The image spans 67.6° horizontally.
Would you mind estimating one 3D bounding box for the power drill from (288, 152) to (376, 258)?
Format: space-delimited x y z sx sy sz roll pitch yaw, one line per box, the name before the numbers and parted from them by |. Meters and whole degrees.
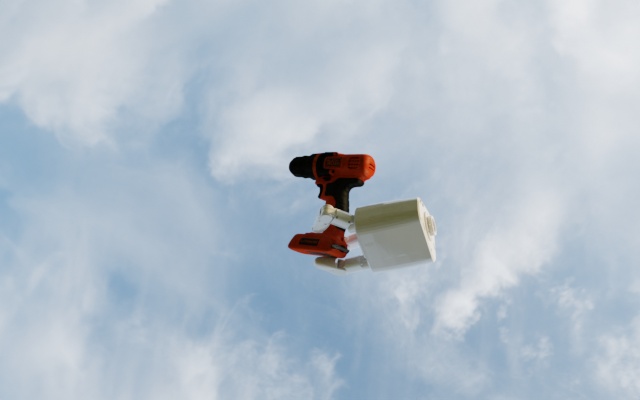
power drill | 0.000 0.003 0.850 0.184 0.187 0.057 2 -15 40
